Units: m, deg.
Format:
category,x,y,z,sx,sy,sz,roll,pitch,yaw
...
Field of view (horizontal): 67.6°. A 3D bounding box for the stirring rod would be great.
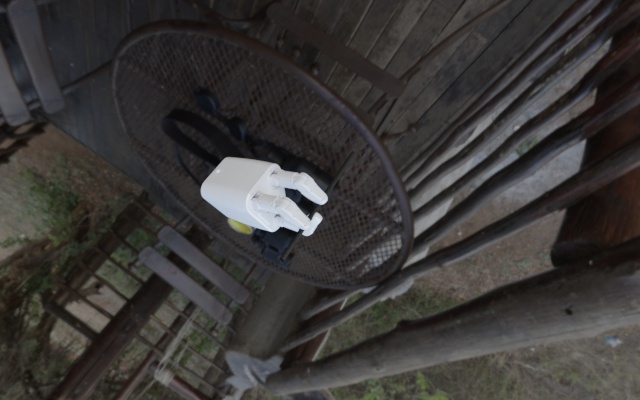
category,x,y,z,sx,sy,sz,roll,pitch,yaw
stirring rod,0.000,0.002,0.763,0.011,0.239,0.011,23,-33,17
